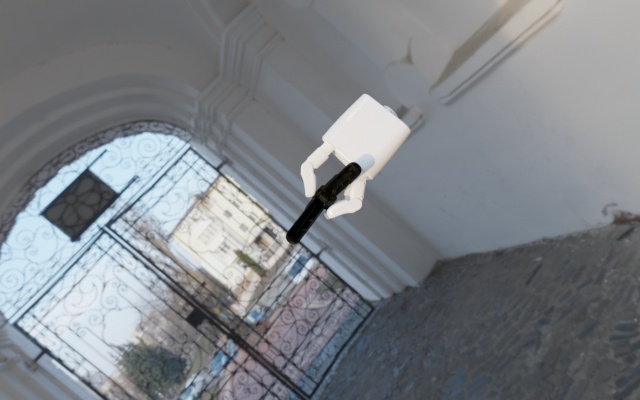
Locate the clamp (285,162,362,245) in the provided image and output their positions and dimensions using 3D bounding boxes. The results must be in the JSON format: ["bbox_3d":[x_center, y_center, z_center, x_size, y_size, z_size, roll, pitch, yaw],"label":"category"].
[{"bbox_3d":[0.000,0.002,0.831,0.036,0.164,0.210,43,-1,-3],"label":"clamp"}]
